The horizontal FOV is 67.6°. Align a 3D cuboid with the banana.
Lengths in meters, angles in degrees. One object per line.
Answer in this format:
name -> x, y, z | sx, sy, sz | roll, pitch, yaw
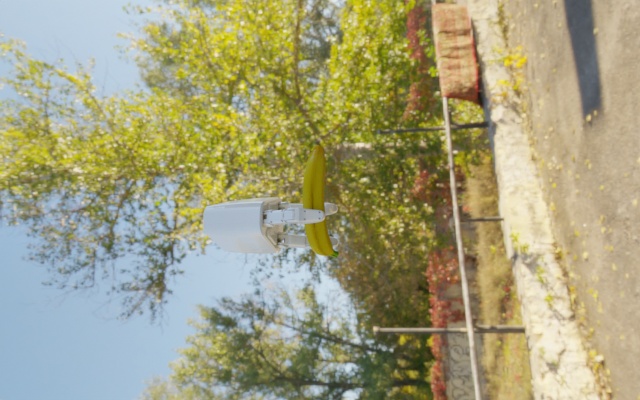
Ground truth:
banana -> -0.005, 0.010, 0.789 | 0.037, 0.198, 0.069 | -2, 13, 19
